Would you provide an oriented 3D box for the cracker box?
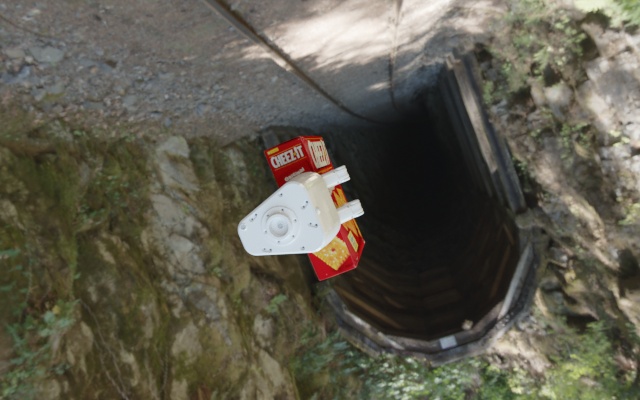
[{"bbox_3d":[0.000,0.003,0.783,0.072,0.214,0.164,-22,3,12],"label":"cracker box"}]
